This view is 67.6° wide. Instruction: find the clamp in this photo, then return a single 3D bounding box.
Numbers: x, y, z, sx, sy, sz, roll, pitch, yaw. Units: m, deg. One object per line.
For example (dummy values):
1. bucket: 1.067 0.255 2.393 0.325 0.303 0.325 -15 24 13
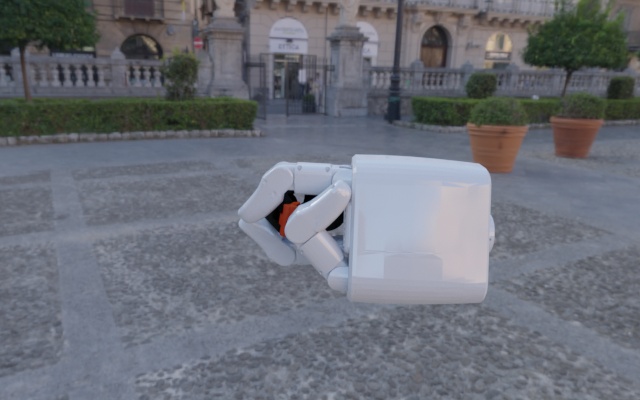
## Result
1. clamp: 0.000 0.001 0.468 0.120 0.039 0.171 2 15 2
